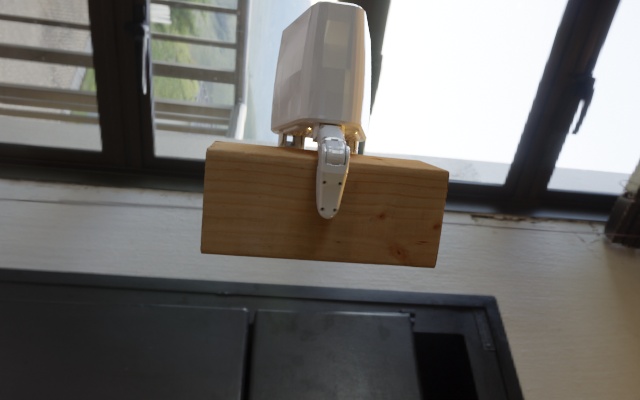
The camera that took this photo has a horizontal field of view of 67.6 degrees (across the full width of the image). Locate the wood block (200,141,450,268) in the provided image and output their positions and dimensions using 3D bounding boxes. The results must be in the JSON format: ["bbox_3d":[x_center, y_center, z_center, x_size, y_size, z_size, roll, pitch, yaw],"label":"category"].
[{"bbox_3d":[0.000,0.001,0.444,0.206,0.090,0.091,4,11,-8],"label":"wood block"}]
